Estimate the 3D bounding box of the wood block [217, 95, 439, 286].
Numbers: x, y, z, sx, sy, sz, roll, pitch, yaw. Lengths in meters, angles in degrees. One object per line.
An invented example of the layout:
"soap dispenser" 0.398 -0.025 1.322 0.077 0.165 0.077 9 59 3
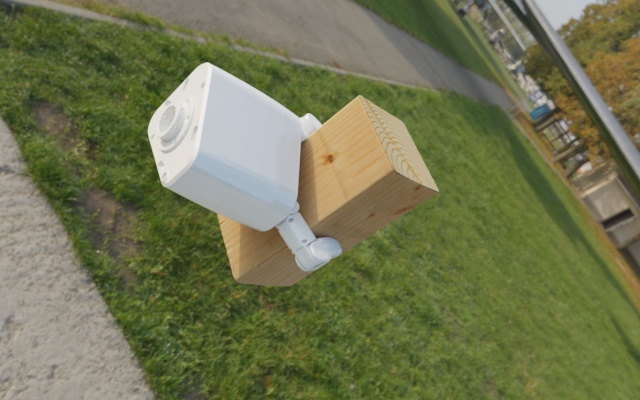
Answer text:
"wood block" 0.000 0.002 0.492 0.206 0.090 0.090 -36 -30 27
